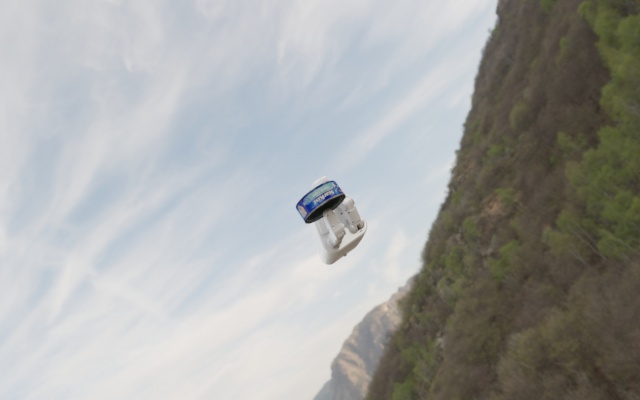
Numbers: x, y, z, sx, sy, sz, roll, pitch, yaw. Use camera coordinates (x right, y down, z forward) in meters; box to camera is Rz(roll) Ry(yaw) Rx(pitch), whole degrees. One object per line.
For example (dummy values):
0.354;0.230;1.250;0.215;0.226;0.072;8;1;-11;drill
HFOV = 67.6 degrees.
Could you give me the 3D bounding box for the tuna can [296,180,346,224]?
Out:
0.000;0.002;0.831;0.086;0.033;0.086;-32;-14;-9;tuna can
